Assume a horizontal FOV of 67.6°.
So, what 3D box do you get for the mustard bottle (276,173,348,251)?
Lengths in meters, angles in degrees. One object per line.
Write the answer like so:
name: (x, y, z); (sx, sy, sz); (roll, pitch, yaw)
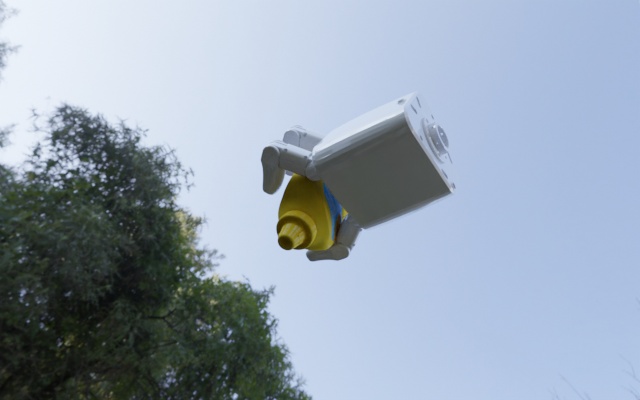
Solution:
mustard bottle: (0.000, 0.002, 0.542); (0.058, 0.096, 0.191); (2, 25, 21)
